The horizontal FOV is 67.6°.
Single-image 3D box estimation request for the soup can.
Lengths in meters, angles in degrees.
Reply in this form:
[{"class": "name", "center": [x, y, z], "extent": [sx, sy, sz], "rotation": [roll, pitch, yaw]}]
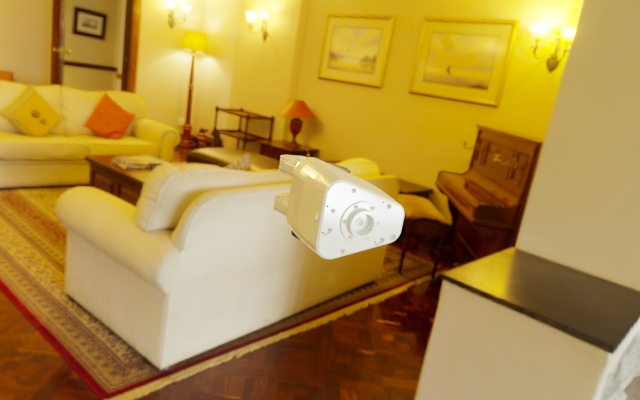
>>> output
[{"class": "soup can", "center": [0.000, 0.002, 0.660], "extent": [0.068, 0.102, 0.068], "rotation": [9, 14, -2]}]
